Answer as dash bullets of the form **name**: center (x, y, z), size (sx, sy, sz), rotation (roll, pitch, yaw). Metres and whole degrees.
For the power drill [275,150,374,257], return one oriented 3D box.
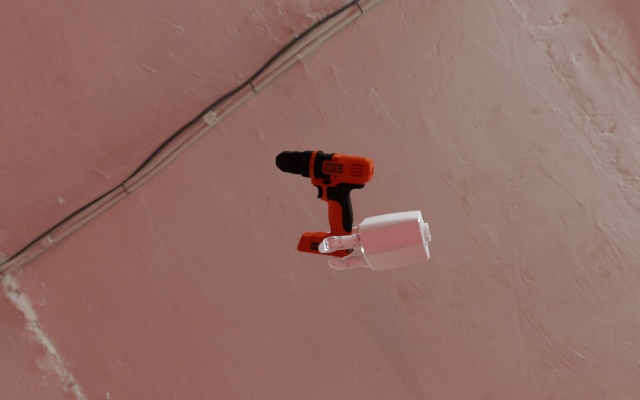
- **power drill**: center (0.000, 0.003, 0.876), size (0.184, 0.188, 0.057), rotation (7, 12, 18)
